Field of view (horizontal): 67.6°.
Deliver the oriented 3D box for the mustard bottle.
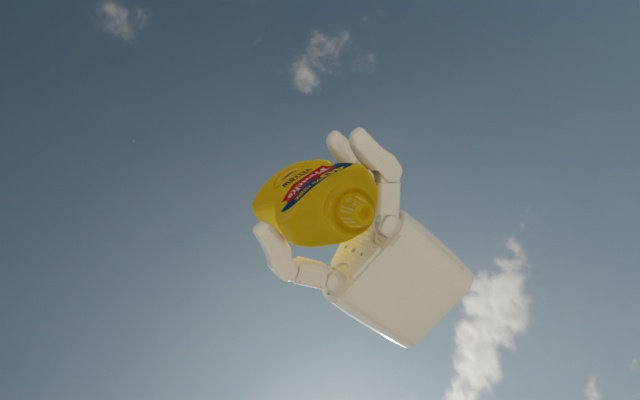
[{"bbox_3d":[0.000,0.001,0.447,0.096,0.058,0.191,-33,16,-14],"label":"mustard bottle"}]
